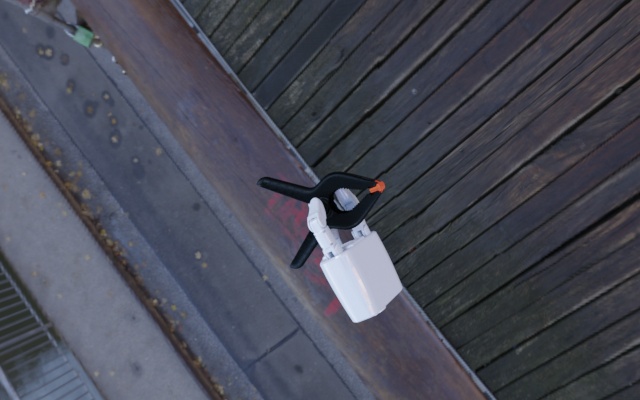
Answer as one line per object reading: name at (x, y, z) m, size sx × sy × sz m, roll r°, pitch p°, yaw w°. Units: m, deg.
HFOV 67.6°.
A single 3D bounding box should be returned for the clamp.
clamp at (0.000, 0.003, 0.772) m, size 0.210 × 0.164 × 0.036 m, roll -28°, pitch 1°, yaw 24°
